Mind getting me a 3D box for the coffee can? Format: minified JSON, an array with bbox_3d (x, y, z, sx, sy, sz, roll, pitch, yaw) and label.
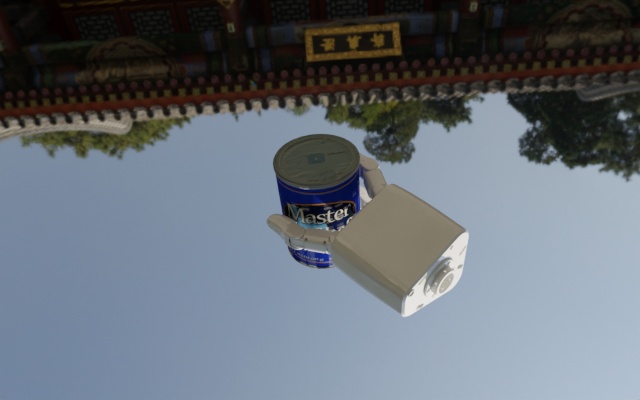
[{"bbox_3d":[0.000,0.002,0.606,0.103,0.140,0.102,-3,41,3],"label":"coffee can"}]
